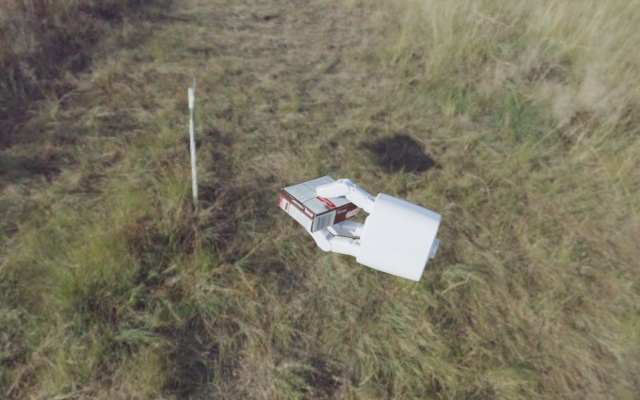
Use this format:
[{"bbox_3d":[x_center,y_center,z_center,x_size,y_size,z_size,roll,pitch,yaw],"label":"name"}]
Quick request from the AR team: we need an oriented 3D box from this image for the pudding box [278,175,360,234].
[{"bbox_3d":[0.000,0.003,0.803,0.113,0.039,0.090,-17,42,-41],"label":"pudding box"}]
